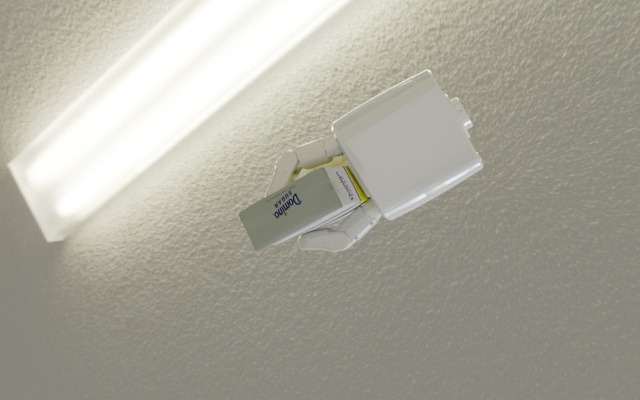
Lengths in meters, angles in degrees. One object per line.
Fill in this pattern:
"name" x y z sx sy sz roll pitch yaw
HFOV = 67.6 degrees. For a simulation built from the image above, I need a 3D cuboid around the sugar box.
"sugar box" 0.000 0.001 0.488 0.093 0.048 0.176 -28 -7 18
